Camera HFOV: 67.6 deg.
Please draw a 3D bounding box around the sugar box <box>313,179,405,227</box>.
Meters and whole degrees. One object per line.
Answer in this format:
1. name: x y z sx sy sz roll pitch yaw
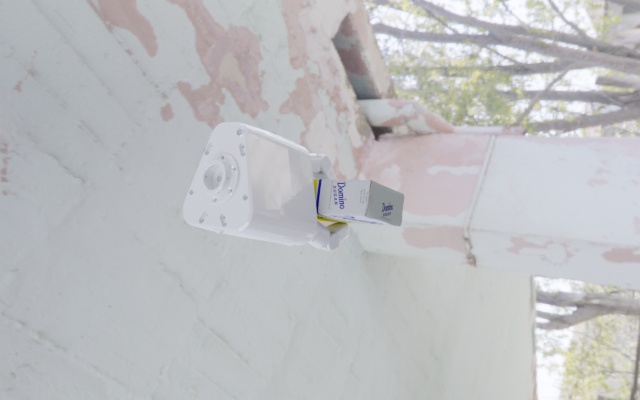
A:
1. sugar box: 0.000 0.002 0.569 0.176 0.048 0.093 5 -6 33
